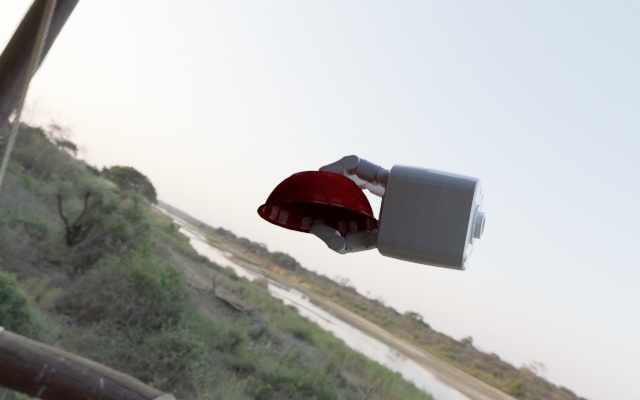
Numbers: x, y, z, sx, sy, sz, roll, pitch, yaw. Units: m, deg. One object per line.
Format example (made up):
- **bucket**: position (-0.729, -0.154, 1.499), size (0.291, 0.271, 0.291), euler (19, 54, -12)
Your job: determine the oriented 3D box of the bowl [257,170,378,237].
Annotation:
- **bowl**: position (-0.001, 0.002, 0.629), size (0.162, 0.055, 0.162), euler (6, -17, 2)
